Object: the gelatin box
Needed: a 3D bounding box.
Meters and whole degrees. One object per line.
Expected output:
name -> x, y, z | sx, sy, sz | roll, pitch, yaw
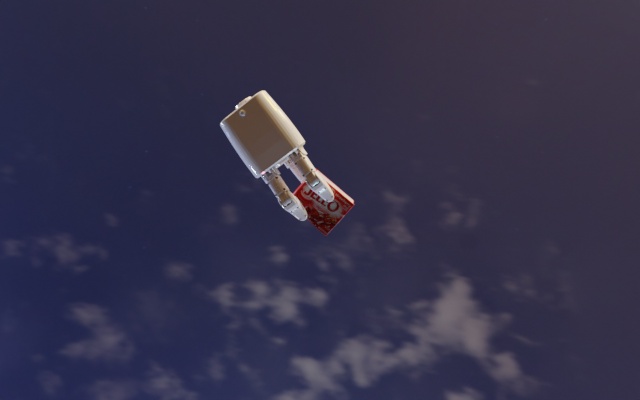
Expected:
gelatin box -> 0.000, 0.003, 0.798 | 0.089, 0.073, 0.030 | 40, 13, -6
